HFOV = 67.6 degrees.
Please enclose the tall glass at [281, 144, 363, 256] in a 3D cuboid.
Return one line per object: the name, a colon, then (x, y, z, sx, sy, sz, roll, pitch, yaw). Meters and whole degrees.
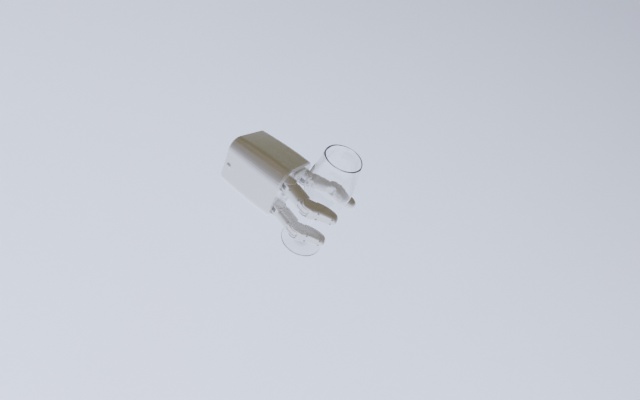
tall glass: (0.000, 0.003, 0.779, 0.079, 0.079, 0.201, 0, -41, -28)
